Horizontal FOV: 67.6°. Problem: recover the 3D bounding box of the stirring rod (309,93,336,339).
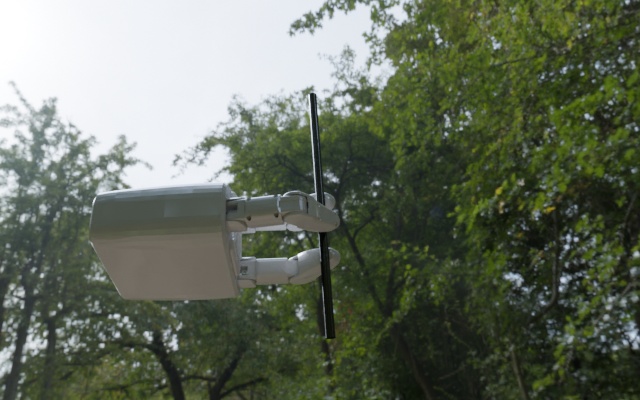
[{"bbox_3d":[0.000,0.001,0.431,0.011,0.239,0.011,-3,-26,-2],"label":"stirring rod"}]
